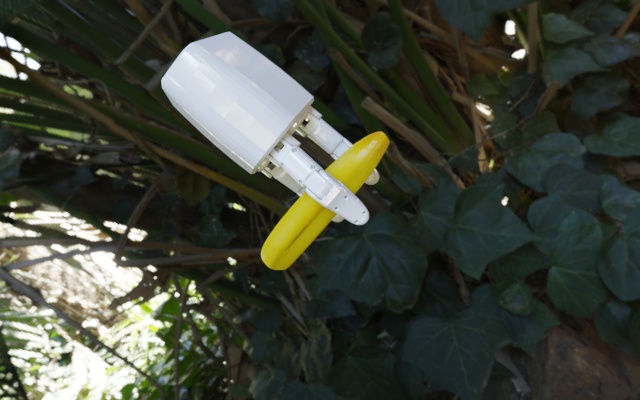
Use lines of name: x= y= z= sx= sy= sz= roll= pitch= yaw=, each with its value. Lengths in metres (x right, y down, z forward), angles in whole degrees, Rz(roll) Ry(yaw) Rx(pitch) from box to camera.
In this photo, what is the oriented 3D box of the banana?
banana: x=-0.008 y=0.012 z=0.456 sx=0.198 sy=0.037 sz=0.069 roll=-50 pitch=1 yaw=34
